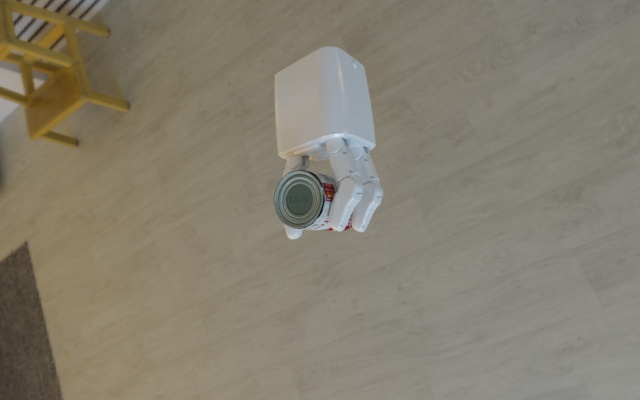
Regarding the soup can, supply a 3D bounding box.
[{"bbox_3d":[0.000,0.002,0.568,0.068,0.068,0.102,0,-4,30],"label":"soup can"}]
